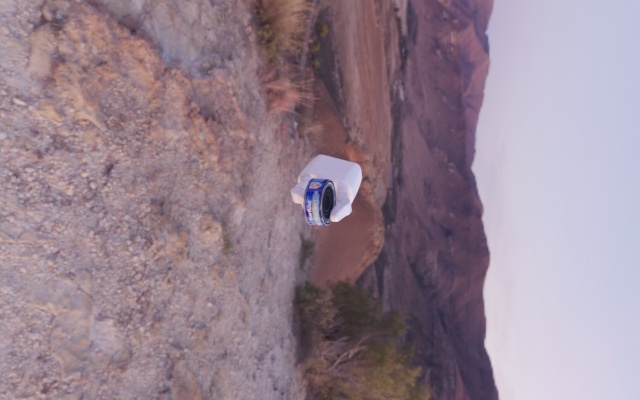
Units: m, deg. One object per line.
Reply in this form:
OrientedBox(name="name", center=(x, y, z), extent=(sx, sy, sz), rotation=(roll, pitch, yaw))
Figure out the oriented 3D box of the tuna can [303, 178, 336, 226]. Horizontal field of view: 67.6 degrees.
OrientedBox(name="tuna can", center=(0.001, 0.003, 0.862), extent=(0.034, 0.086, 0.086), rotation=(4, 1, 20))
